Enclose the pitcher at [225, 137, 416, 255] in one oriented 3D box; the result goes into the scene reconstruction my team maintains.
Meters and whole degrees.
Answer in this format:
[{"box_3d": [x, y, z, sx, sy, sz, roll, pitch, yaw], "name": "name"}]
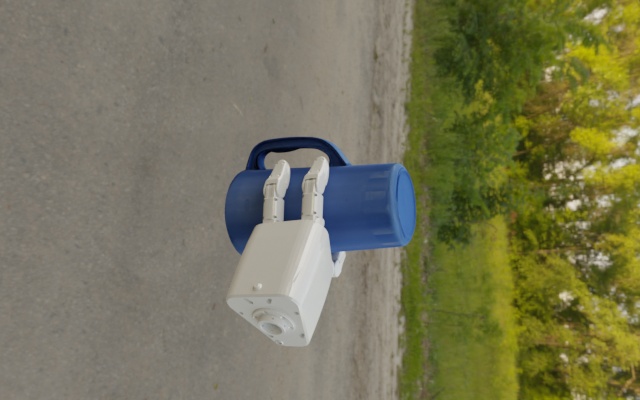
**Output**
[{"box_3d": [0.000, 0.002, 0.658, 0.243, 0.145, 0.149, -5, -47, 25], "name": "pitcher"}]
